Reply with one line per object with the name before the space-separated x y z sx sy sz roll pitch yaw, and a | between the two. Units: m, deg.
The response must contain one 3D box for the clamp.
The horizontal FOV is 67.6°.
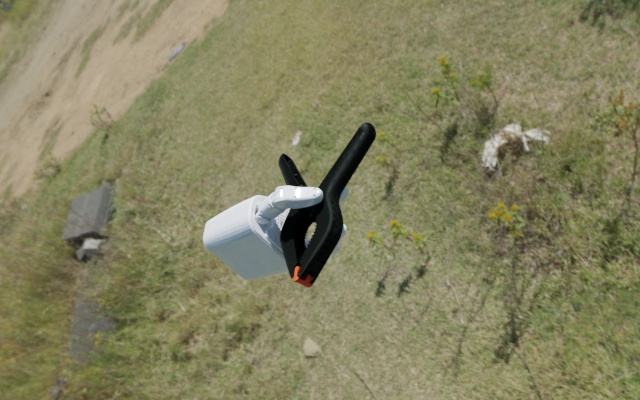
clamp | -0.001 0.002 0.599 0.164 0.209 0.036 -23 -39 37
